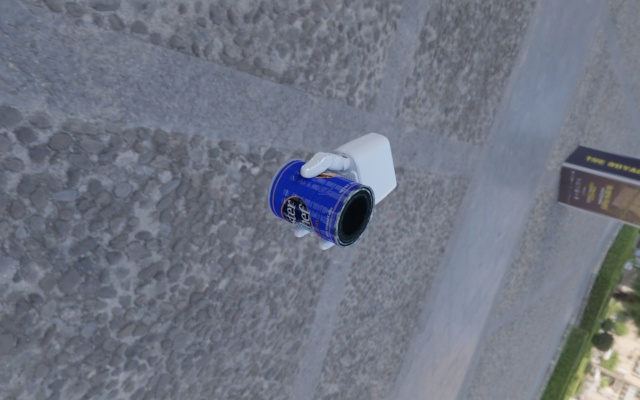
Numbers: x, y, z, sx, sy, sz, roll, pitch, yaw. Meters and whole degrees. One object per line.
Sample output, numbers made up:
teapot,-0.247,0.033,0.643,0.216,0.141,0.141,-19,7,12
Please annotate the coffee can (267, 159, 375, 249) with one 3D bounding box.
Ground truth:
coffee can,0.000,0.002,0.756,0.140,0.103,0.103,23,13,33
